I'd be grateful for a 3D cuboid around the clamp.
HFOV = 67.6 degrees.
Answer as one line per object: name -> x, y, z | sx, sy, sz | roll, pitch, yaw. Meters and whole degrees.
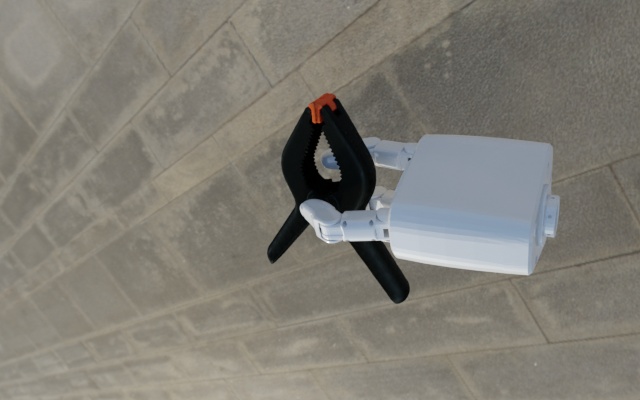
clamp -> 0.000, 0.001, 0.464 | 0.164, 0.210, 0.036 | 6, 33, 29
